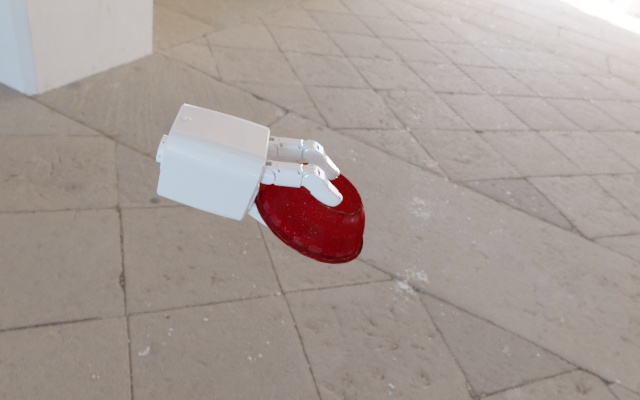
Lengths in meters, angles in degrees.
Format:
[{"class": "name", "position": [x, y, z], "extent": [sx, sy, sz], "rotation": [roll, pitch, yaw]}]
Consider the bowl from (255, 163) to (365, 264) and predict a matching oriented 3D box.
[{"class": "bowl", "position": [0.001, 0.002, 0.609], "extent": [0.162, 0.162, 0.055], "rotation": [0, -44, -44]}]
